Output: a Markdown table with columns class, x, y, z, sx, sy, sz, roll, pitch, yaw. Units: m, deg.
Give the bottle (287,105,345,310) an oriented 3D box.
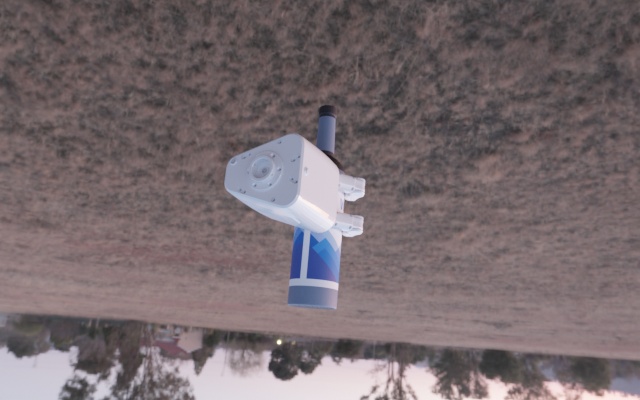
| class | x | y | z | sx | sy | sz | roll | pitch | yaw |
| --- | --- | --- | --- | --- | --- | --- | --- | --- | --- |
| bottle | 0.000 | 0.003 | 0.681 | 0.069 | 0.295 | 0.069 | 4 | -16 | 1 |
